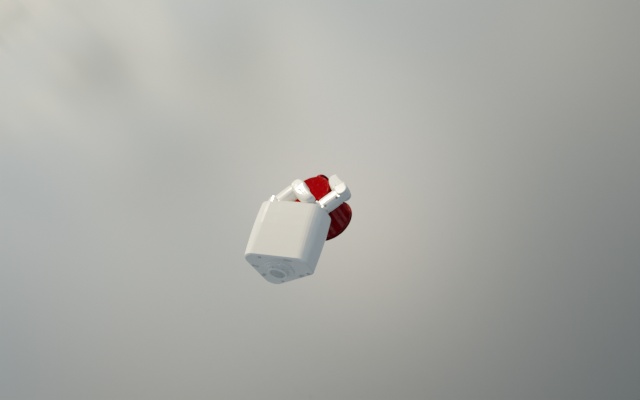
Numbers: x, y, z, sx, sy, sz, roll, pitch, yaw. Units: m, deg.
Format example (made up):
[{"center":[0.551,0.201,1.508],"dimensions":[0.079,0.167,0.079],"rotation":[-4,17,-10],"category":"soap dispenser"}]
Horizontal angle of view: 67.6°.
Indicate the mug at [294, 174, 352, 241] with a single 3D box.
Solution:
[{"center":[0.000,0.002,0.853],"dimensions":[0.093,0.117,0.081],"rotation":[-9,-43,28],"category":"mug"}]
